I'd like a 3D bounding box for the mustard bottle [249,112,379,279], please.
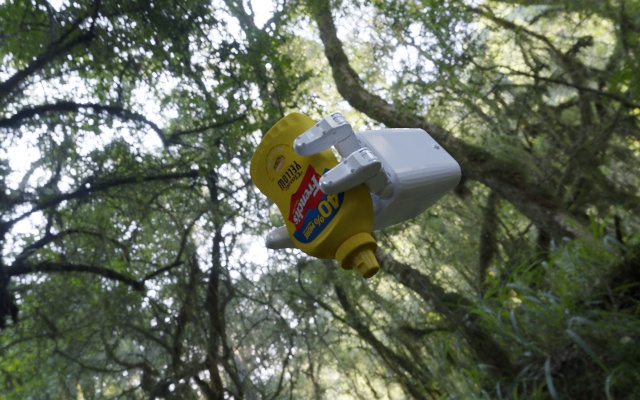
[{"bbox_3d":[0.000,0.001,0.489,0.058,0.096,0.191,14,33,-51],"label":"mustard bottle"}]
